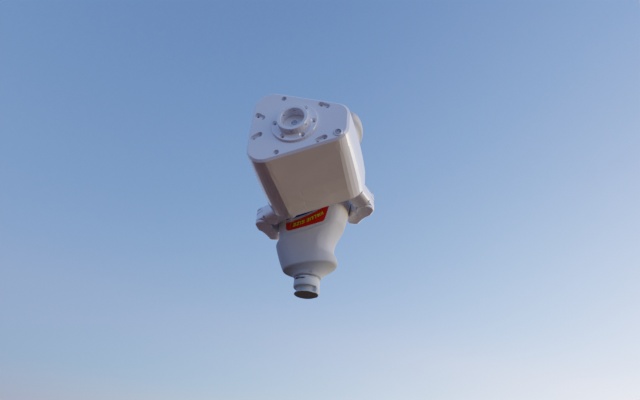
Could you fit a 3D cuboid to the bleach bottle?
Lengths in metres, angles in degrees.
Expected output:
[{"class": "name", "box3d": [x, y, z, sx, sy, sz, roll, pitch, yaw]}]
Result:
[{"class": "bleach bottle", "box3d": [0.000, 0.002, 0.614, 0.102, 0.250, 0.068, -3, -32, 13]}]
